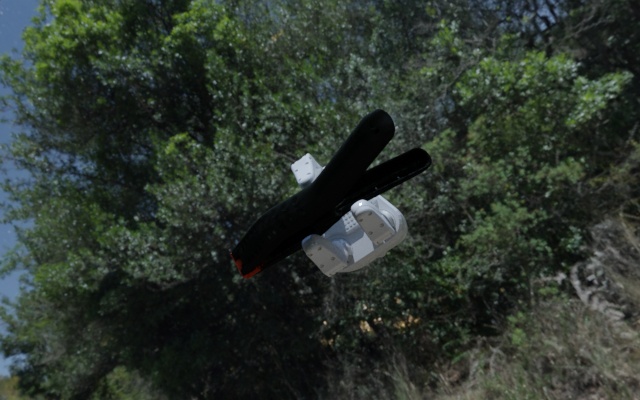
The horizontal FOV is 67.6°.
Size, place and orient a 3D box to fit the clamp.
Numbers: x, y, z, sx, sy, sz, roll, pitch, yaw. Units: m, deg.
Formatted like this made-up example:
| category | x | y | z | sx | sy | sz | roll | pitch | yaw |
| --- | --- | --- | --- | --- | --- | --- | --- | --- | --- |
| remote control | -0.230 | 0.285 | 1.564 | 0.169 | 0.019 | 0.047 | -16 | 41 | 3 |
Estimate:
| category | x | y | z | sx | sy | sz | roll | pitch | yaw |
| --- | --- | --- | --- | --- | --- | --- | --- | --- | --- |
| clamp | -0.001 | 0.001 | 0.420 | 0.210 | 0.036 | 0.164 | -34 | -18 | 9 |
